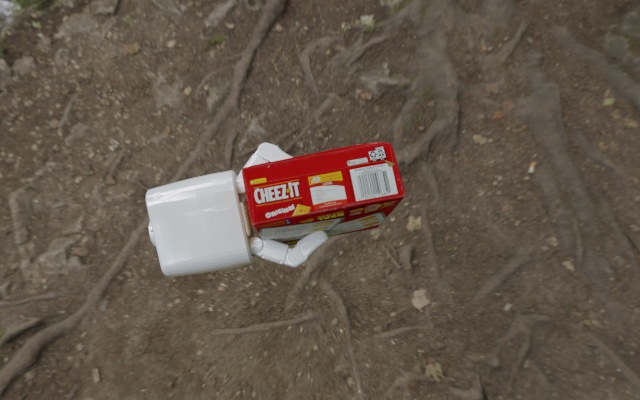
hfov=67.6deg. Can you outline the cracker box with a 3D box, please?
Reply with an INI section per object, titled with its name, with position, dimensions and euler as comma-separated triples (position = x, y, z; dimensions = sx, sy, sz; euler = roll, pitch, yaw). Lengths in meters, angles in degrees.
[cracker box]
position = 0.000, 0.002, 0.594
dimensions = 0.164, 0.072, 0.214
euler = -11, -11, -4
